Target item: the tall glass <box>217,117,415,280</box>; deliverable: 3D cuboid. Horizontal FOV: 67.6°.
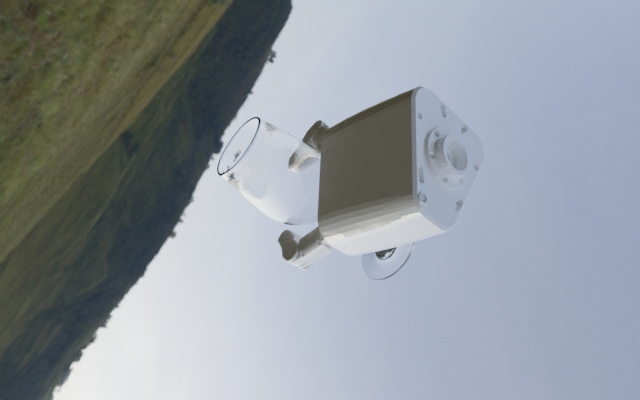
[{"bbox_3d":[0.000,0.002,0.465,0.201,0.079,0.079,34,-17,-27],"label":"tall glass"}]
